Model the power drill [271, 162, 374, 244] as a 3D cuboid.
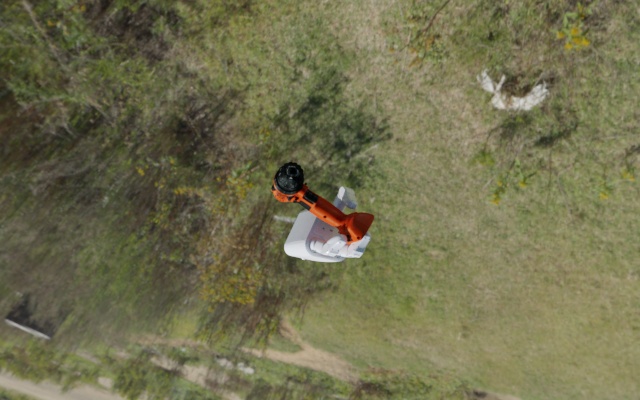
[{"bbox_3d":[0.000,0.003,0.848,0.187,0.057,0.184,33,-10,-3],"label":"power drill"}]
